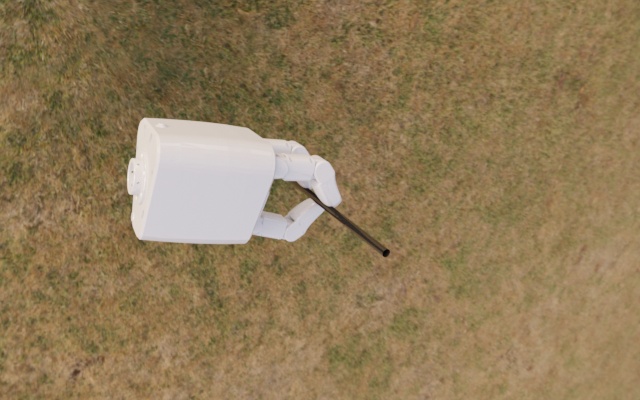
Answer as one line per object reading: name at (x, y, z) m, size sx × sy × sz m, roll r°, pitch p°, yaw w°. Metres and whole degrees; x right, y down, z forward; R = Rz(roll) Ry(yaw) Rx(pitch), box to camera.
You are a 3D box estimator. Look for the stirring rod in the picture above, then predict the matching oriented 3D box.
stirring rod at (0.000, 0.002, 0.512) m, size 0.011 × 0.011 × 0.239 m, roll 0°, pitch 22°, yaw -31°
